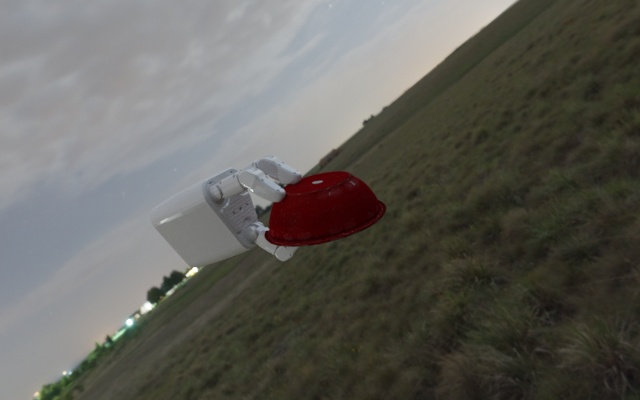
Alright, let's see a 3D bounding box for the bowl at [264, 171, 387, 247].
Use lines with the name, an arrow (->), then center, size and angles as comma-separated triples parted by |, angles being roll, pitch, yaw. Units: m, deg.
bowl -> 0.001, 0.001, 0.612 | 0.162, 0.055, 0.162 | -12, 15, 4
